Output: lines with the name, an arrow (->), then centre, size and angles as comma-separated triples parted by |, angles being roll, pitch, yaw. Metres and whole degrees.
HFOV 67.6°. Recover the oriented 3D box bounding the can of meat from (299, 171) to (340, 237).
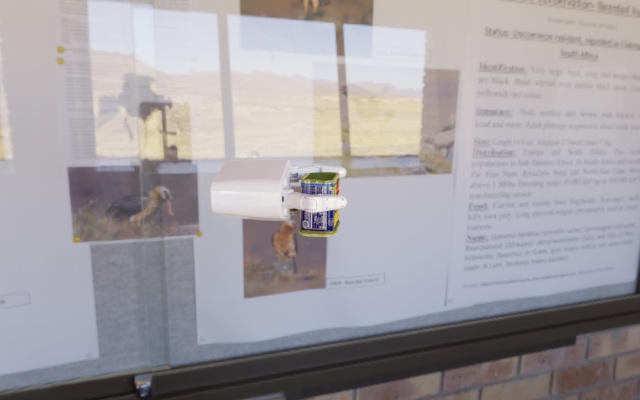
can of meat -> 0.000, 0.002, 0.737 | 0.057, 0.084, 0.102 | 2, 11, 7
